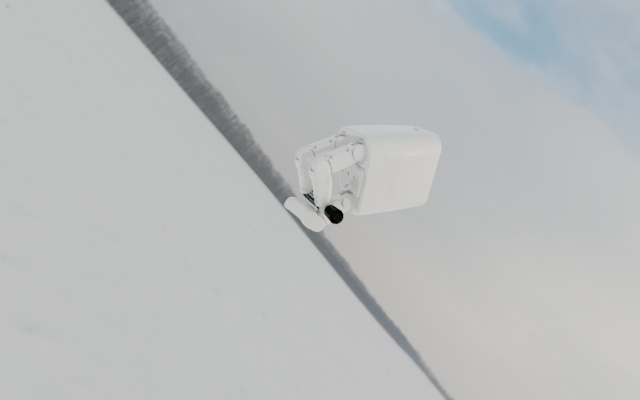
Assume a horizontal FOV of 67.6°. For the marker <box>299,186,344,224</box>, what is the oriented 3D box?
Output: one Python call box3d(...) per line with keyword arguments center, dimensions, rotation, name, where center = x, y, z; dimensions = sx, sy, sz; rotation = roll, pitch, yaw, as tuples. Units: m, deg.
box3d(center=(0.000, 0.002, 0.611), dimensions=(0.020, 0.020, 0.121), rotation=(0, 18, -22), name="marker")
